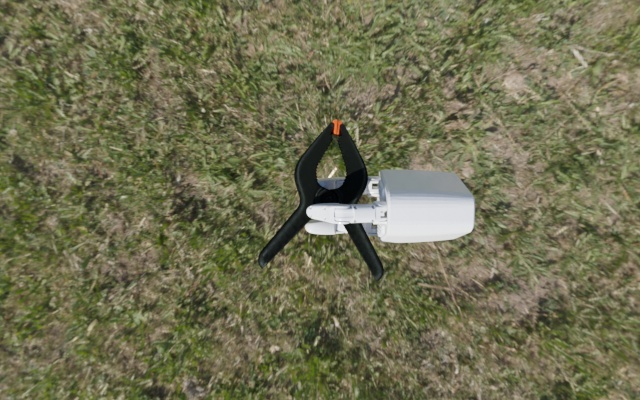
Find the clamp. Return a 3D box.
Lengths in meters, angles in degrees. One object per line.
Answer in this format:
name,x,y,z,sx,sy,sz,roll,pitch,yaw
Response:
clamp,0.000,0.002,0.618,0.164,0.210,0.036,-1,5,-2
